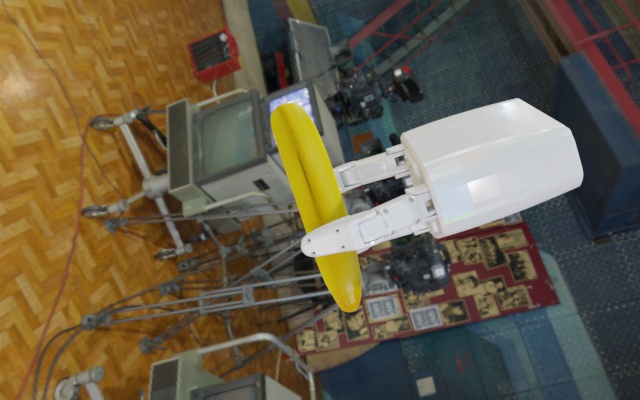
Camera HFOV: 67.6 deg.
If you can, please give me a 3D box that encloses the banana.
[{"bbox_3d":[-0.003,-0.007,0.393,0.037,0.197,0.070,-19,-16,1],"label":"banana"}]
